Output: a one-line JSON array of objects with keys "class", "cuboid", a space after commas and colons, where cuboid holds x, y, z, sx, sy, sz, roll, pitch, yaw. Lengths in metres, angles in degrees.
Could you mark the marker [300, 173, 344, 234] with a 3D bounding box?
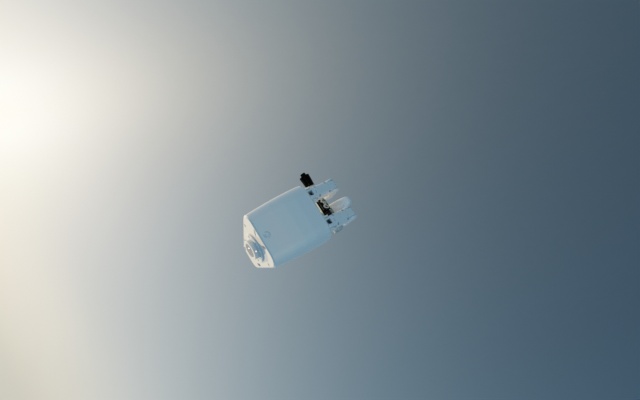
[{"class": "marker", "cuboid": [0.000, 0.003, 0.831, 0.020, 0.121, 0.020, -32, -12, -7]}]
